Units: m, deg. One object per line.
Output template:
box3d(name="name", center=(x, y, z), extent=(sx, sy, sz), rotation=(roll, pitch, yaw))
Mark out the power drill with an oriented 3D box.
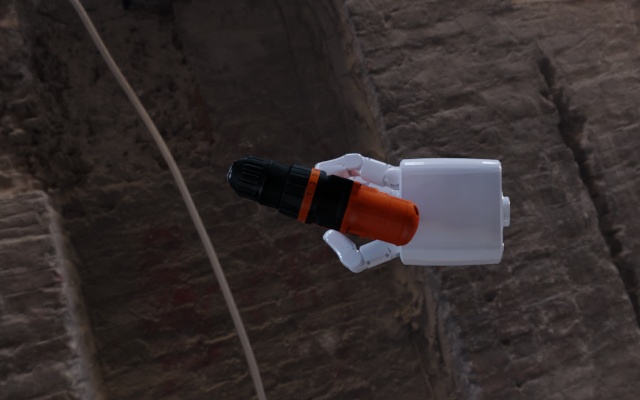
box3d(name="power drill", center=(0.000, 0.002, 0.519), extent=(0.184, 0.057, 0.187), rotation=(18, 0, -1))
